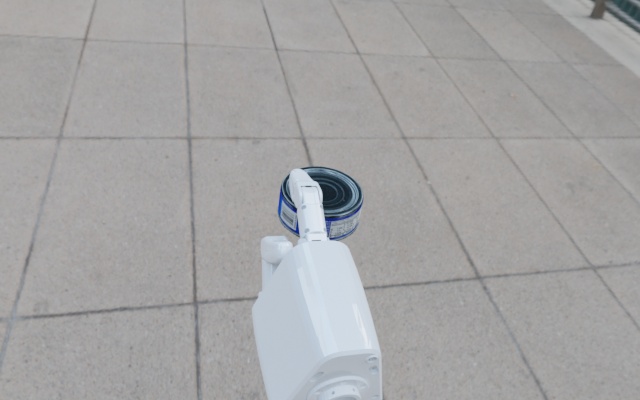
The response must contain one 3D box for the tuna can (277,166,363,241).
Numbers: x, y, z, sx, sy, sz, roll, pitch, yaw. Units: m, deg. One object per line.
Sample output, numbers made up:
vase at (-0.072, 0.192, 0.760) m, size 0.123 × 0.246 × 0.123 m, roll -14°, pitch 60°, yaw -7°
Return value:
tuna can at (0.000, 0.001, 0.487) m, size 0.086 × 0.034 × 0.086 m, roll 6°, pitch 38°, yaw -5°
